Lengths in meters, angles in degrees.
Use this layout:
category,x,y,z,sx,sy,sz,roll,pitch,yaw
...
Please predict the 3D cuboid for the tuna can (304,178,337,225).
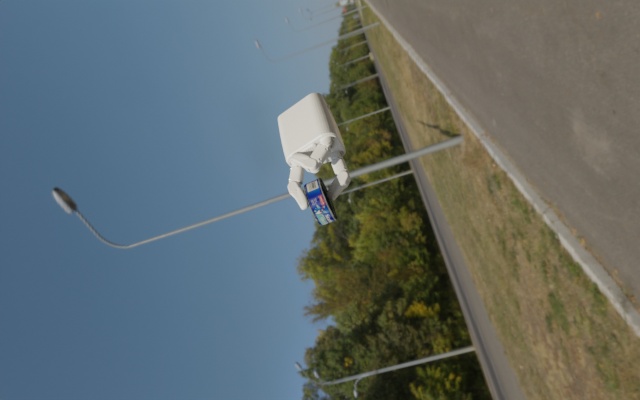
category,x,y,z,sx,sy,sz,roll,pitch,yaw
tuna can,0.000,0.003,0.896,0.034,0.086,0.086,-22,-3,7
